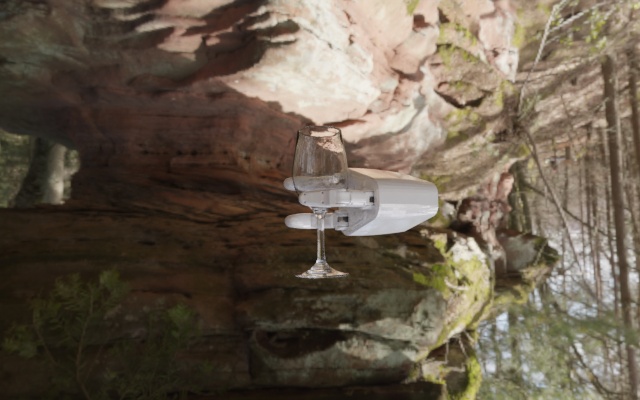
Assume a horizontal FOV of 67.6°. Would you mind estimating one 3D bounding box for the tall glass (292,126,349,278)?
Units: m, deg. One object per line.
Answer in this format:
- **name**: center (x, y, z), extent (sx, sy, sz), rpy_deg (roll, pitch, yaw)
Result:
- **tall glass**: center (0.000, 0.003, 0.657), extent (0.079, 0.201, 0.079), rpy_deg (-1, -3, 0)
